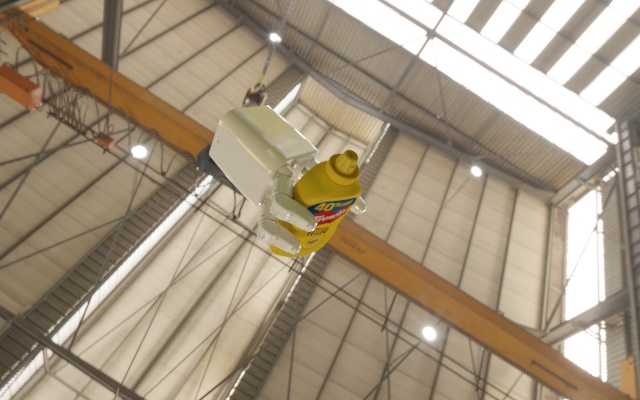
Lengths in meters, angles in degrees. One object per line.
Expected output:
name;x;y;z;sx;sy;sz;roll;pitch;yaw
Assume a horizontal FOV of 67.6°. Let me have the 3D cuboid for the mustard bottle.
mustard bottle;0.000;0.002;0.625;0.096;0.058;0.192;-7;-33;-32
